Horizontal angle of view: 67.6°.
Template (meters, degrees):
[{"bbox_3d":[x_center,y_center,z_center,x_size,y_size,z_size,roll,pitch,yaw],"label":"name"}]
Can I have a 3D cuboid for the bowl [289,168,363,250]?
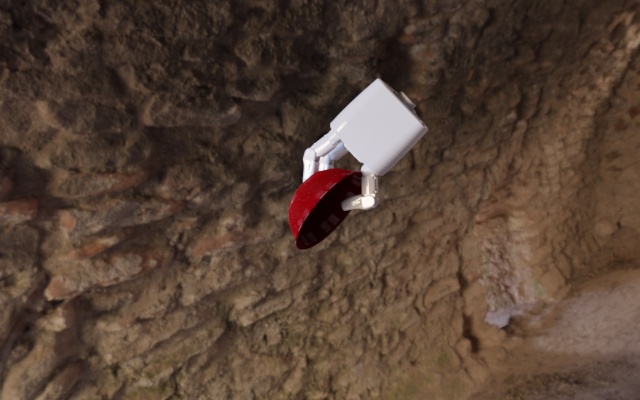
[{"bbox_3d":[-0.001,0.003,0.779,0.055,0.162,0.162,40,16,20],"label":"bowl"}]
